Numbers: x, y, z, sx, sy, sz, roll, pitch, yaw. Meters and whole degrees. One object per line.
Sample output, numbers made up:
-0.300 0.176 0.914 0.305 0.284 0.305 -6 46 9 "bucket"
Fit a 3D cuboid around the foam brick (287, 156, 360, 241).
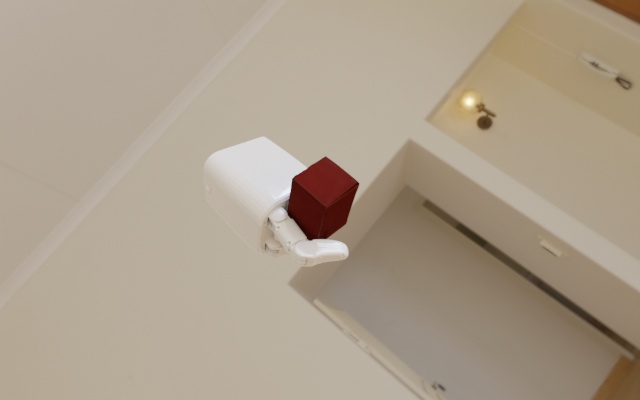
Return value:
0.000 0.002 0.521 0.053 0.051 0.078 -35 -24 -31 "foam brick"
